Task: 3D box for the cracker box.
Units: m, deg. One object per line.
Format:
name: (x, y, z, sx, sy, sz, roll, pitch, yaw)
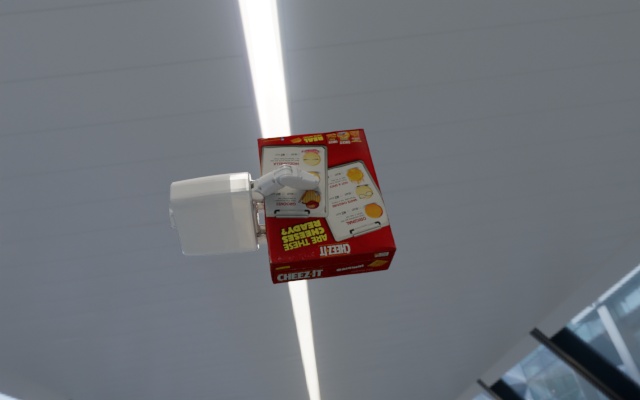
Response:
cracker box: (0.000, 0.002, 0.680, 0.164, 0.213, 0.072, -6, -34, -6)
